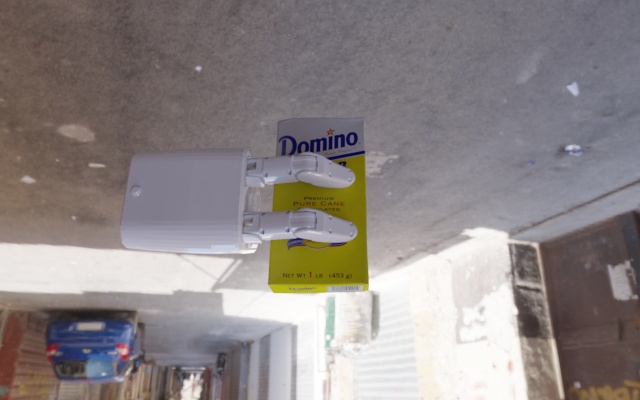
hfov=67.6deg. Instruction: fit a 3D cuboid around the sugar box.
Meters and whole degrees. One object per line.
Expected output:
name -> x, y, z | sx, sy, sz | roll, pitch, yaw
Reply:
sugar box -> 0.000, 0.001, 0.473 | 0.093, 0.176, 0.048 | -1, -21, 3
